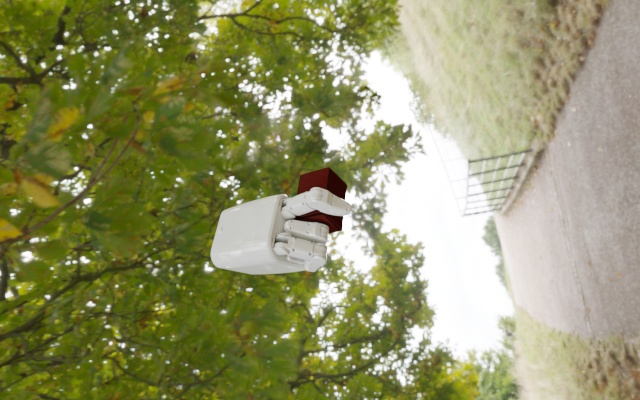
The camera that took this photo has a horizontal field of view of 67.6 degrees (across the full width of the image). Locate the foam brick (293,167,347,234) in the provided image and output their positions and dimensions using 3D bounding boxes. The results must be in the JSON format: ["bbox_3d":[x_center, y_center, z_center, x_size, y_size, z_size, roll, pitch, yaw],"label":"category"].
[{"bbox_3d":[0.000,0.002,0.670,0.051,0.078,0.053,-13,-39,31],"label":"foam brick"}]
